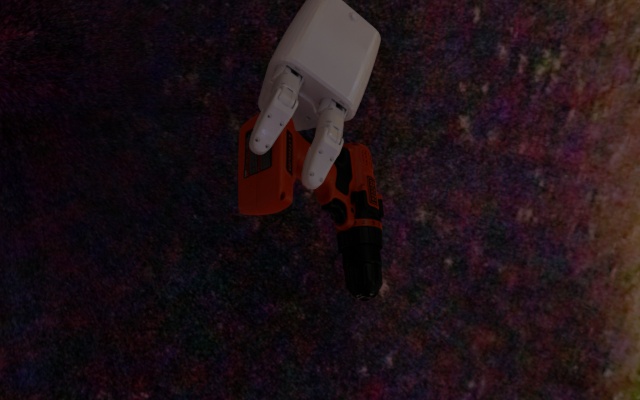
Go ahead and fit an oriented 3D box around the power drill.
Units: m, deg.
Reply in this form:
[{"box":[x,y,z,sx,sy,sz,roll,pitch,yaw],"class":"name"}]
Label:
[{"box":[0.000,0.001,0.489,0.057,0.184,0.188,-21,-29,31],"class":"power drill"}]
